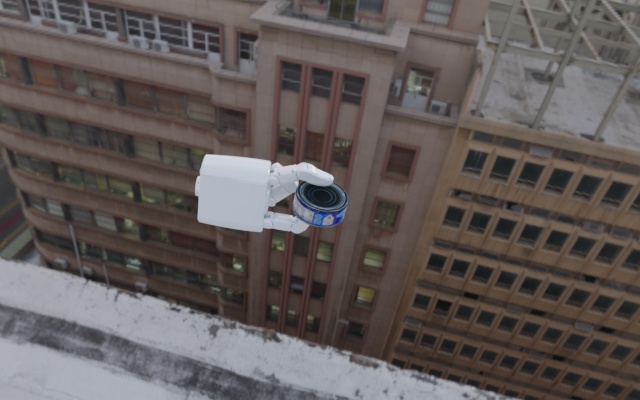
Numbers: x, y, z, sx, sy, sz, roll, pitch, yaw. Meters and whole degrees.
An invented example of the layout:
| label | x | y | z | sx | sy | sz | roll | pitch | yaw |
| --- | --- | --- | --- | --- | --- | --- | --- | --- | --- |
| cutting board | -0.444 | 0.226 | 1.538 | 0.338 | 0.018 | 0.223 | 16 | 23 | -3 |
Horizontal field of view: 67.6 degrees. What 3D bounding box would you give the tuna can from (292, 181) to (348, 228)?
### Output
| label | x | y | z | sx | sy | sz | roll | pitch | yaw |
| --- | --- | --- | --- | --- | --- | --- | --- | --- | --- |
| tuna can | 0.000 | 0.002 | 0.756 | 0.086 | 0.034 | 0.086 | 9 | 38 | -8 |
